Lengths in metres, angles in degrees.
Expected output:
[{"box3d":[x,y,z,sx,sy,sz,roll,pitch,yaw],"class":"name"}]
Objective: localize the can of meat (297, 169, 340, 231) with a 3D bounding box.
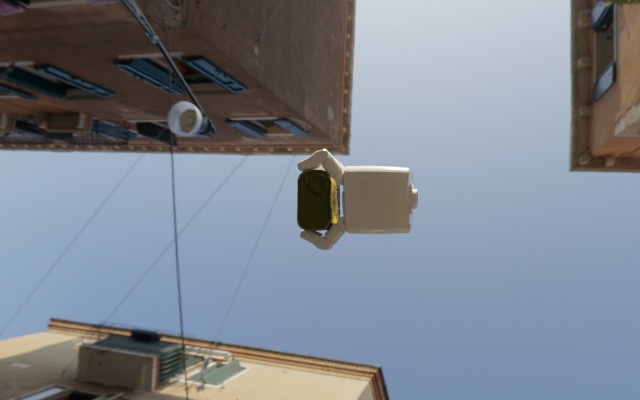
[{"box3d":[0.000,0.003,0.826,0.057,0.102,0.084,-1,-5,17],"class":"can of meat"}]
